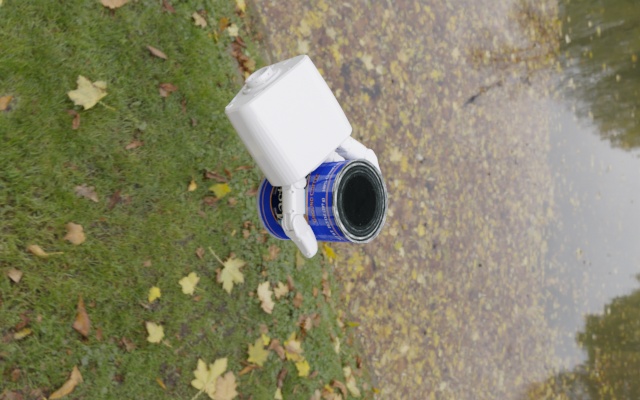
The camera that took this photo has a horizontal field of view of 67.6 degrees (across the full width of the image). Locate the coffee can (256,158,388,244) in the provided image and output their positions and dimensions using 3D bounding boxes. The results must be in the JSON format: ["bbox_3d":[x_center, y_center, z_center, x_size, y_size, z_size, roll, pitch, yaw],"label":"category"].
[{"bbox_3d":[0.000,0.002,0.616,0.140,0.103,0.103,-2,-1,44],"label":"coffee can"}]
